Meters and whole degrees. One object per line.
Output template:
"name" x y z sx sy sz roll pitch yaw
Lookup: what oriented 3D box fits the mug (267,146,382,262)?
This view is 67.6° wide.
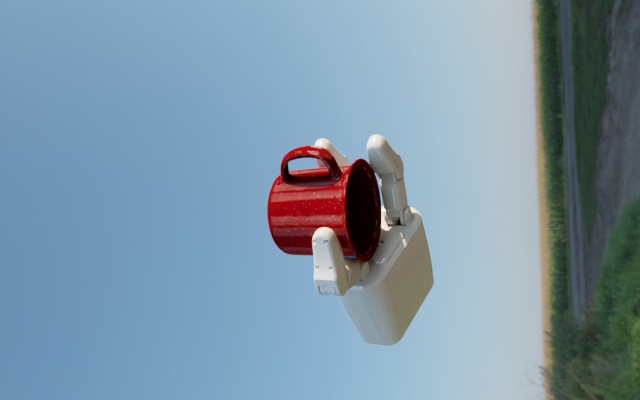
"mug" -0.001 0.000 0.437 0.081 0.117 0.093 -3 41 26
